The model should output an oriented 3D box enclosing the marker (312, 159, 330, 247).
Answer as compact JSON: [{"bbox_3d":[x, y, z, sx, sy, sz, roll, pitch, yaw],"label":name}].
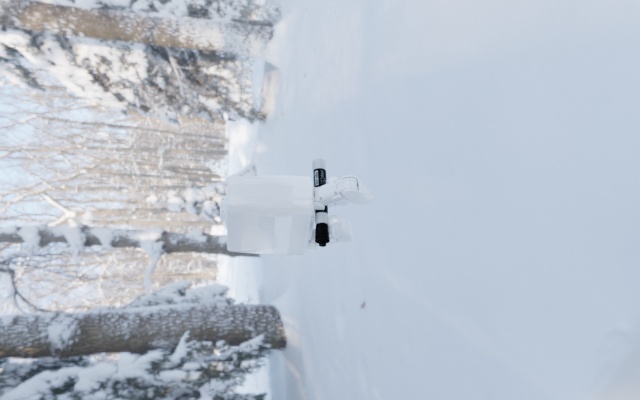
[{"bbox_3d":[0.000,0.002,0.615,0.020,0.121,0.020,-2,-26,-1],"label":"marker"}]
